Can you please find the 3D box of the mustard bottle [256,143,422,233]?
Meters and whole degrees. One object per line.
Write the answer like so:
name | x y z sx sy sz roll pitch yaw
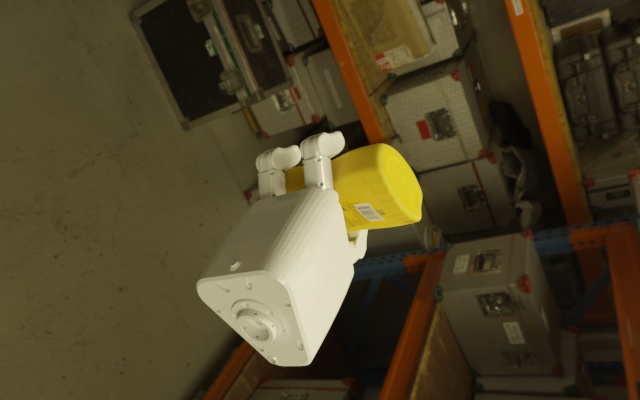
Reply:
mustard bottle | 0.000 0.001 0.495 0.191 0.058 0.096 -13 -37 32
